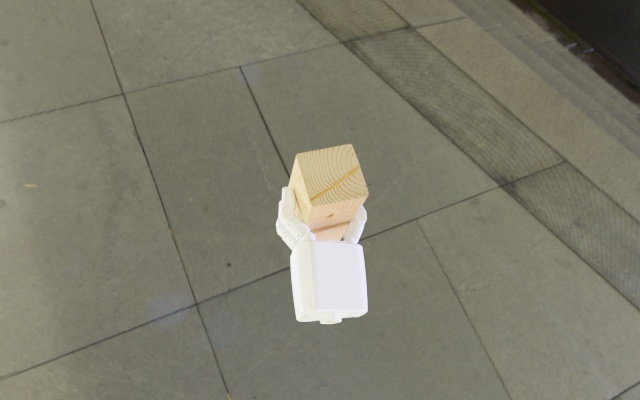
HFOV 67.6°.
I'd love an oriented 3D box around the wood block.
[{"bbox_3d":[0.001,0.003,0.785,0.091,0.090,0.206,-12,-21,-15],"label":"wood block"}]
